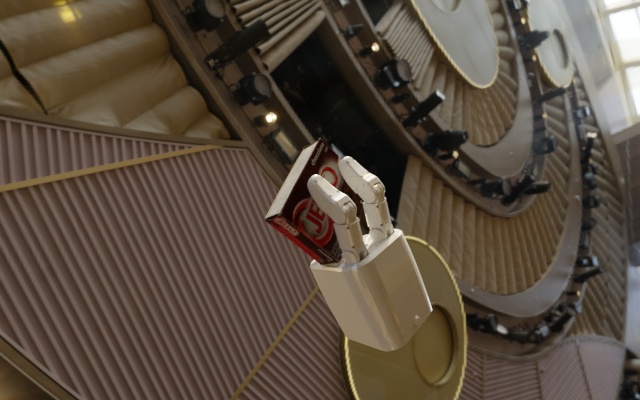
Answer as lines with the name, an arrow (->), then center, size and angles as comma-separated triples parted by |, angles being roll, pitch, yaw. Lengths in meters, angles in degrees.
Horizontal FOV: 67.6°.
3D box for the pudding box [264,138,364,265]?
pudding box -> 0.000, 0.002, 0.536 | 0.090, 0.113, 0.039 | 41, -37, -24
